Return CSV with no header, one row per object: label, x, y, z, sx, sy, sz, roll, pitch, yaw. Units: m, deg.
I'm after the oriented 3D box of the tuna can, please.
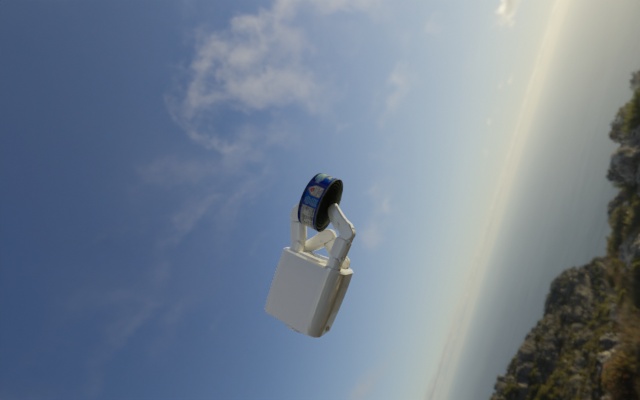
tuna can,0.000,0.002,0.725,0.033,0.086,0.086,23,8,19
